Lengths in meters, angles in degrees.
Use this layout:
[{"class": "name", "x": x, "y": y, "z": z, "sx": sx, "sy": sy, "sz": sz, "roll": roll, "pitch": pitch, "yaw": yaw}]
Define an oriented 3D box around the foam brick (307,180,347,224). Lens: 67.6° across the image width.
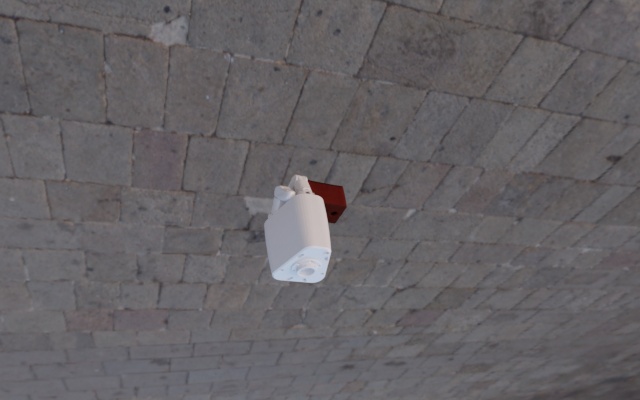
[{"class": "foam brick", "x": 0.000, "y": 0.003, "z": 0.864, "sx": 0.078, "sy": 0.051, "sz": 0.053, "roll": 9, "pitch": -44, "yaw": -24}]
